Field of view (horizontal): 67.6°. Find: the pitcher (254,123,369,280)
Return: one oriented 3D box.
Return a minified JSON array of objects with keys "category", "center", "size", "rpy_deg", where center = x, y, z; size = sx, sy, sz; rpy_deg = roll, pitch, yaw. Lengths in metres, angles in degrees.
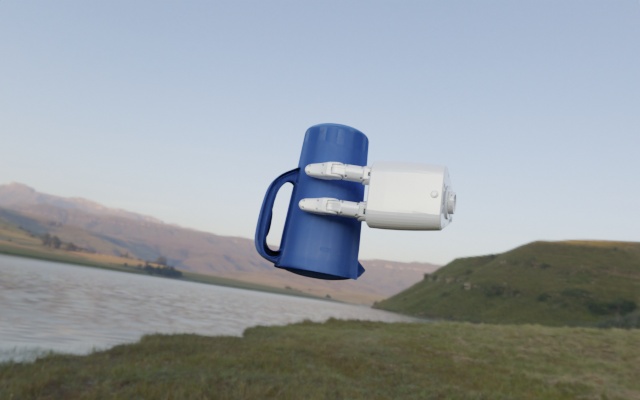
[{"category":"pitcher","center":[0.000,0.003,0.768],"size":[0.145,0.242,0.149],"rpy_deg":[3,-12,26]}]
